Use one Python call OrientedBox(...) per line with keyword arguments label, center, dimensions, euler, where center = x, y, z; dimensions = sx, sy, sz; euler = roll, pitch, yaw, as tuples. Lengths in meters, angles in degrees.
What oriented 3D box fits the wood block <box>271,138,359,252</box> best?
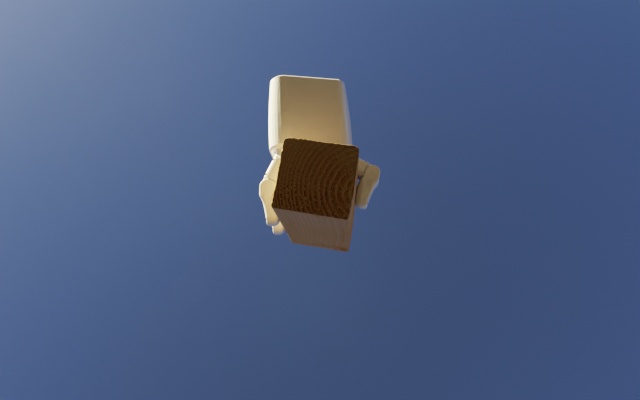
OrientedBox(label="wood block", center=(0.000, 0.002, 0.638), dimensions=(0.091, 0.090, 0.206), euler=(8, -15, 6))
